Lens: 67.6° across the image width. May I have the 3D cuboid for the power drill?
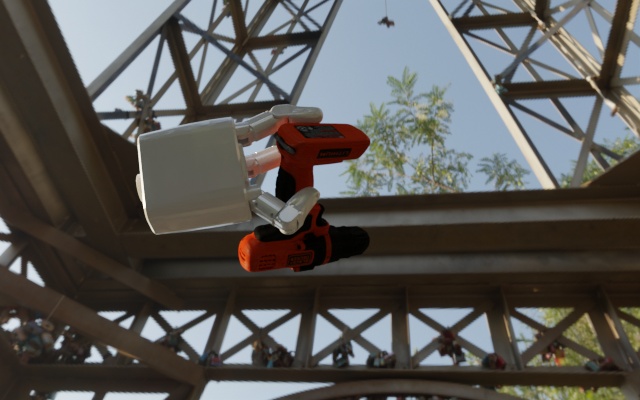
[{"bbox_3d":[0.000,0.001,0.581,0.184,0.188,0.057,-5,32,-32],"label":"power drill"}]
